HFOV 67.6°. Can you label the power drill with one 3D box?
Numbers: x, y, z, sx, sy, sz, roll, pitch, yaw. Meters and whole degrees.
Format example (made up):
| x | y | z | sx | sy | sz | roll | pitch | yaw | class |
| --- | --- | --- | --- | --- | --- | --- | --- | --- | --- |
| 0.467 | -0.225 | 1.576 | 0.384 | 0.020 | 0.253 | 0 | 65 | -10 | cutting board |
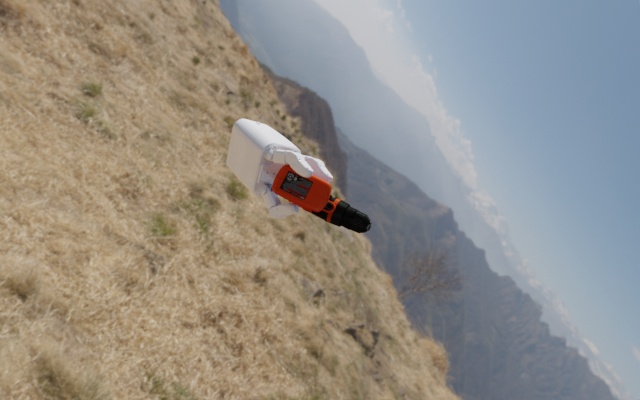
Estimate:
| x | y | z | sx | sy | sz | roll | pitch | yaw | class |
| --- | --- | --- | --- | --- | --- | --- | --- | --- | --- |
| 0.000 | 0.003 | 0.884 | 0.184 | 0.057 | 0.188 | 23 | -7 | 17 | power drill |
